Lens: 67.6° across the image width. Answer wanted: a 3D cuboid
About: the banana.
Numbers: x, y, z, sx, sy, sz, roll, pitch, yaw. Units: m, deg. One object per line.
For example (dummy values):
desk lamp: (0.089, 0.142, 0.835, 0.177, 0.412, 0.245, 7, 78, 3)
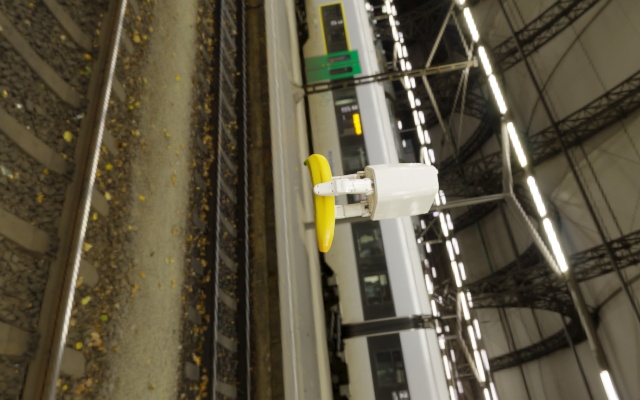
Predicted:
banana: (0.002, -0.011, 0.820, 0.037, 0.197, 0.070, -2, -34, -10)
